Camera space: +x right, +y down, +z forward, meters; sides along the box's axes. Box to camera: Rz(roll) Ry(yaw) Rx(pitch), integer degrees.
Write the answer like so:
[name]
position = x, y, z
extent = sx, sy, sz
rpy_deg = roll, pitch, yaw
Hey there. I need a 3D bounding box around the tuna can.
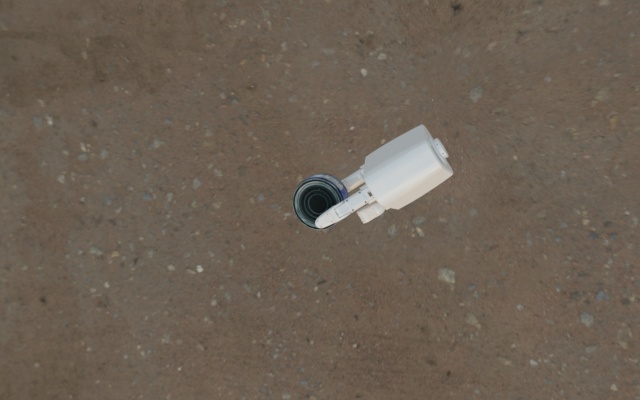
[tuna can]
position = 0.000, 0.003, 0.747
extent = 0.086, 0.086, 0.033
rpy_deg = 0, 15, 18
